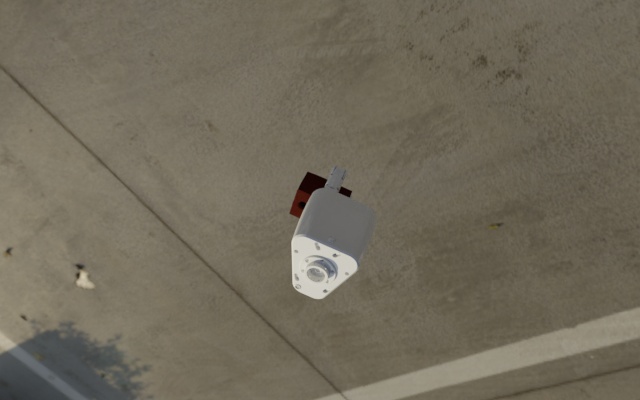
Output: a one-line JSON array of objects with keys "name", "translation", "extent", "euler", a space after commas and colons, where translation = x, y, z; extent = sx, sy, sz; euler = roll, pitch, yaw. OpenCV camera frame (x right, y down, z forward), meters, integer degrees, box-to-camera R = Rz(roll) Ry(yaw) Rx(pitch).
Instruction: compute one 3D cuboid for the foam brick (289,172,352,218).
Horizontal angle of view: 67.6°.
[{"name": "foam brick", "translation": [0.000, 0.002, 0.724], "extent": [0.078, 0.053, 0.051], "euler": [24, 39, 2]}]
